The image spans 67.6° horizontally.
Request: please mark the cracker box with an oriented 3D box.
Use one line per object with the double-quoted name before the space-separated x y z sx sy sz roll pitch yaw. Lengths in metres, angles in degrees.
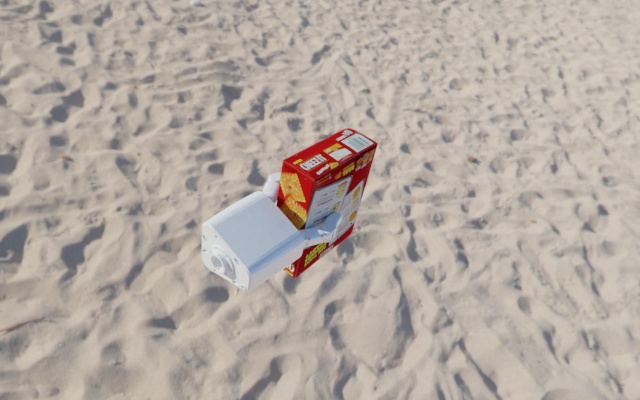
"cracker box" 0.000 0.003 0.796 0.072 0.214 0.164 35 45 24
